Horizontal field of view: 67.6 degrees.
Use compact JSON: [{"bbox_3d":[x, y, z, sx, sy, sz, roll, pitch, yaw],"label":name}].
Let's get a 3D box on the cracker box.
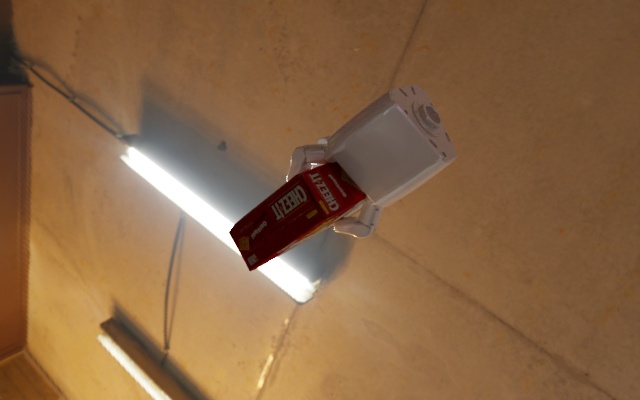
[{"bbox_3d":[0.000,0.002,0.667,0.164,0.072,0.213,-37,-8,38],"label":"cracker box"}]
